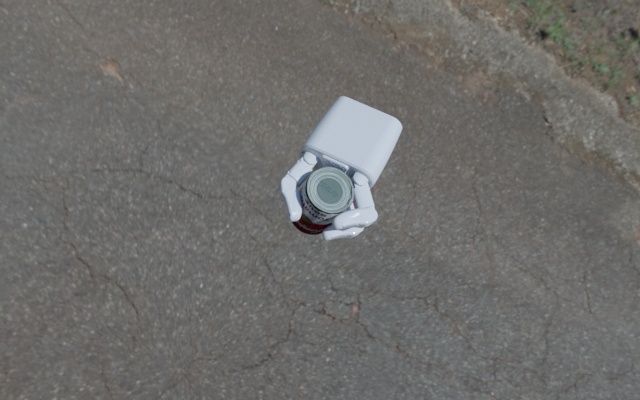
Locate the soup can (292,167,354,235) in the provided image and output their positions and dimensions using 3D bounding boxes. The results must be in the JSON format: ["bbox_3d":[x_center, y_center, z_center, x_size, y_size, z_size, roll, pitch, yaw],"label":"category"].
[{"bbox_3d":[0.000,0.002,0.662,0.068,0.068,0.102,0,-19,-17],"label":"soup can"}]
